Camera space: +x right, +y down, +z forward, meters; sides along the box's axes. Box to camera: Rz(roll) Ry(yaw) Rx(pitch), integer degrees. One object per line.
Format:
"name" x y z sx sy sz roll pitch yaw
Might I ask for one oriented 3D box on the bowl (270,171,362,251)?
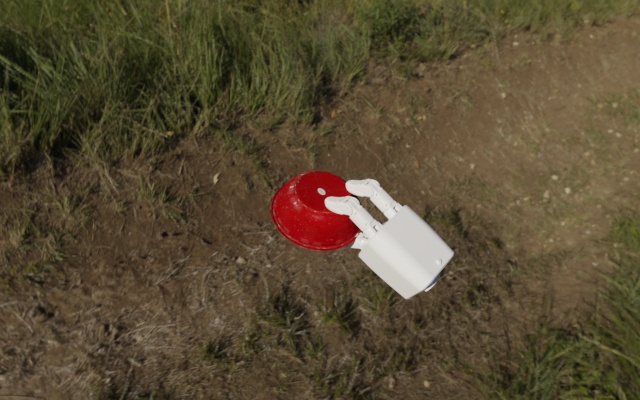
"bowl" -0.001 0.002 0.788 0.162 0.162 0.055 0 -41 -12
